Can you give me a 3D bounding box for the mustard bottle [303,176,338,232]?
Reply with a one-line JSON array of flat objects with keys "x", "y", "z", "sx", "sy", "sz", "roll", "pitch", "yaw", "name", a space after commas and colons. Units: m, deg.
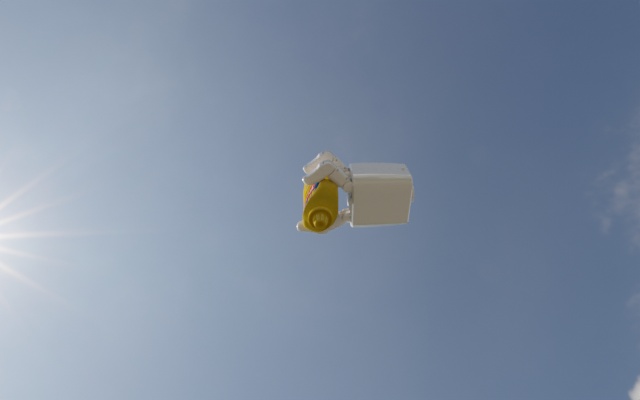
[{"x": 0.000, "y": 0.003, "z": 0.856, "sx": 0.058, "sy": 0.096, "sz": 0.191, "roll": 22, "pitch": 21, "yaw": -10, "name": "mustard bottle"}]
